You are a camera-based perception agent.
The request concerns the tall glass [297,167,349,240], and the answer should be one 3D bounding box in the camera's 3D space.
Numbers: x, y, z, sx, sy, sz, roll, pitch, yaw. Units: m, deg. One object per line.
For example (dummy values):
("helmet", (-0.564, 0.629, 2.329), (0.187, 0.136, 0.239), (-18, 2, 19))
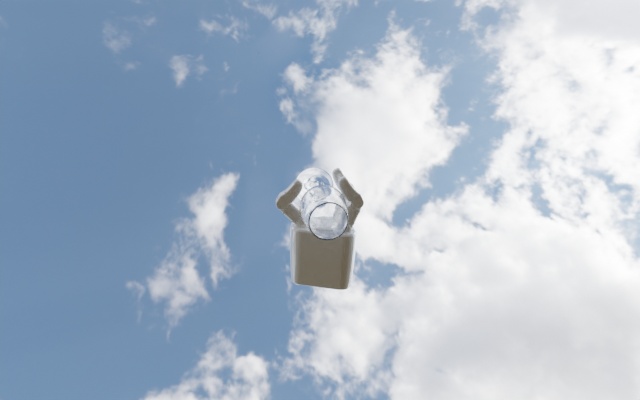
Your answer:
("tall glass", (0.000, 0.002, 0.815), (0.079, 0.079, 0.201), (0, 17, -7))
